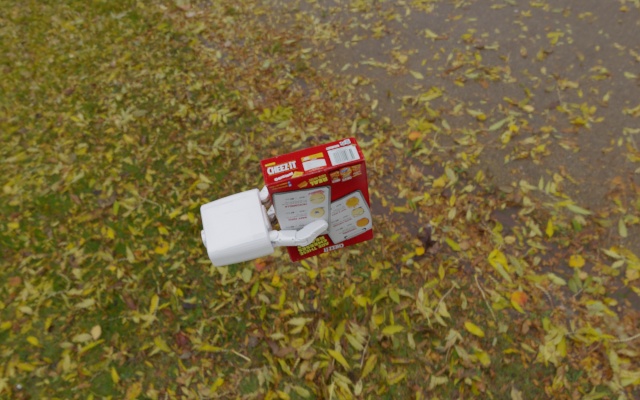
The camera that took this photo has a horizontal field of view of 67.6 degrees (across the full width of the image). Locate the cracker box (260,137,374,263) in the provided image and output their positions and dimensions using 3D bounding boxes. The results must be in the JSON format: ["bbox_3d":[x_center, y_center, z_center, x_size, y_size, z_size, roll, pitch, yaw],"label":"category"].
[{"bbox_3d":[0.000,0.003,0.839,0.164,0.072,0.214,-16,-42,-3],"label":"cracker box"}]
